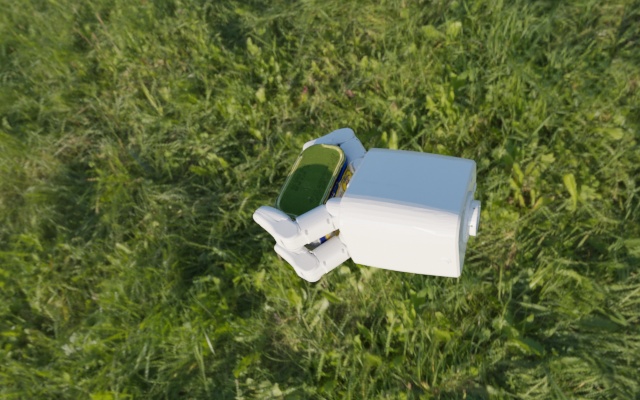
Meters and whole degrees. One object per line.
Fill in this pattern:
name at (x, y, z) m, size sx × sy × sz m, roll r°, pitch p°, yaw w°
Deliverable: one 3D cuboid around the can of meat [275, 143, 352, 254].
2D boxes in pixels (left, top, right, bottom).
can of meat at (0.000, 0.001, 0.514) m, size 0.057 × 0.102 × 0.084 m, roll 11°, pitch -30°, yaw 24°
